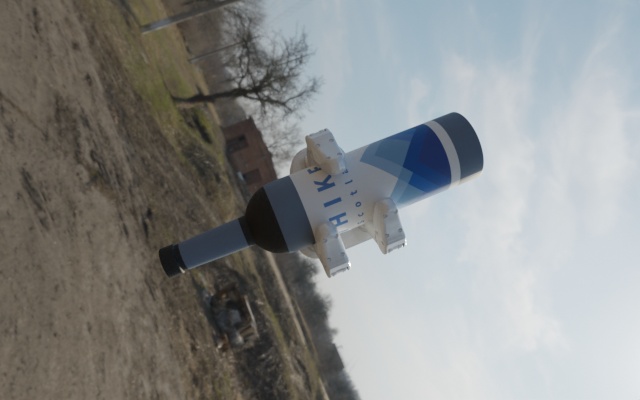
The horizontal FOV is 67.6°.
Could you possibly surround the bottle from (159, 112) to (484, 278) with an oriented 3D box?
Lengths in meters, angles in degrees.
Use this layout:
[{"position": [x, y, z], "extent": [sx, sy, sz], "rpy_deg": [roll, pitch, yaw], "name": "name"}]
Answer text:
[{"position": [0.000, 0.001, 0.434], "extent": [0.295, 0.069, 0.069], "rpy_deg": [-22, 3, -7], "name": "bottle"}]
